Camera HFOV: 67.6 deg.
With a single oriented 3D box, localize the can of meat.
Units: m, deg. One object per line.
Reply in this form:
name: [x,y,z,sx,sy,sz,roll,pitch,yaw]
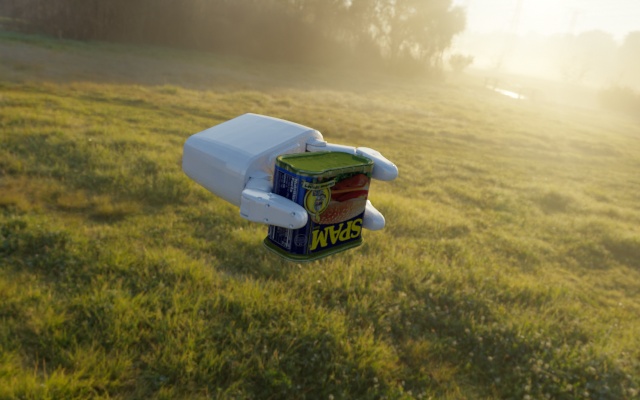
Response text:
can of meat: [0.000,0.001,0.443,0.102,0.084,0.057,-12,27,-44]
